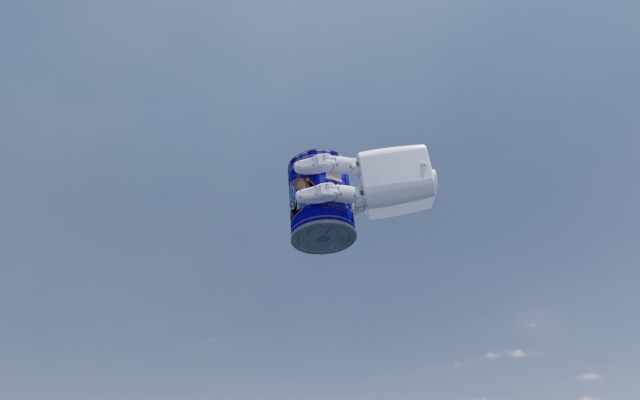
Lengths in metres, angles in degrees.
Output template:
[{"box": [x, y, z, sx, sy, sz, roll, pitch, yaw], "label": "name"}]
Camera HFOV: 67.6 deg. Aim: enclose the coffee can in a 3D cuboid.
[{"box": [0.000, 0.003, 0.773, 0.103, 0.140, 0.103, -4, -32, -2], "label": "coffee can"}]
